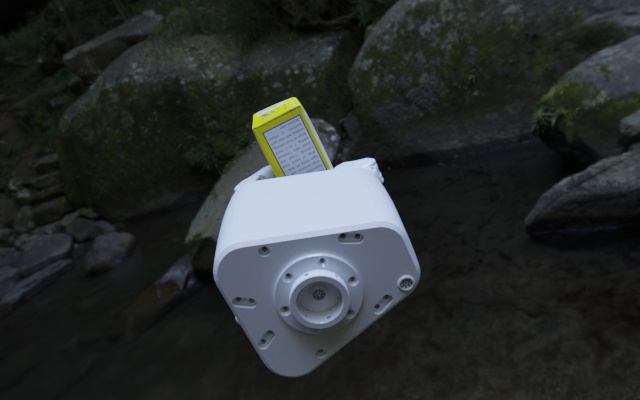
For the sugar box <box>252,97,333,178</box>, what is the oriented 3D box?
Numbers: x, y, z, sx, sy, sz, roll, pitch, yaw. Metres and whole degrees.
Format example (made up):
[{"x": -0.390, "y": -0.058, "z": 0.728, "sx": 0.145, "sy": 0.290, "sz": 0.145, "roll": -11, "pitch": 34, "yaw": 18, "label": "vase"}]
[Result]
[{"x": 0.000, "y": 0.002, "z": 0.411, "sx": 0.048, "sy": 0.176, "sz": 0.093, "roll": -24, "pitch": 18, "yaw": 1, "label": "sugar box"}]
